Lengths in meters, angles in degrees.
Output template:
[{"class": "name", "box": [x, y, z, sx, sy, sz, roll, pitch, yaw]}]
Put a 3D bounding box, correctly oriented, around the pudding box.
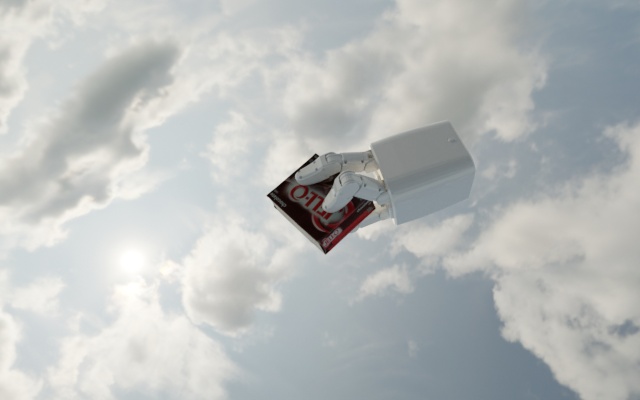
[{"class": "pudding box", "box": [0.000, 0.002, 0.611, 0.113, 0.090, 0.039, 38, -17, 38]}]
